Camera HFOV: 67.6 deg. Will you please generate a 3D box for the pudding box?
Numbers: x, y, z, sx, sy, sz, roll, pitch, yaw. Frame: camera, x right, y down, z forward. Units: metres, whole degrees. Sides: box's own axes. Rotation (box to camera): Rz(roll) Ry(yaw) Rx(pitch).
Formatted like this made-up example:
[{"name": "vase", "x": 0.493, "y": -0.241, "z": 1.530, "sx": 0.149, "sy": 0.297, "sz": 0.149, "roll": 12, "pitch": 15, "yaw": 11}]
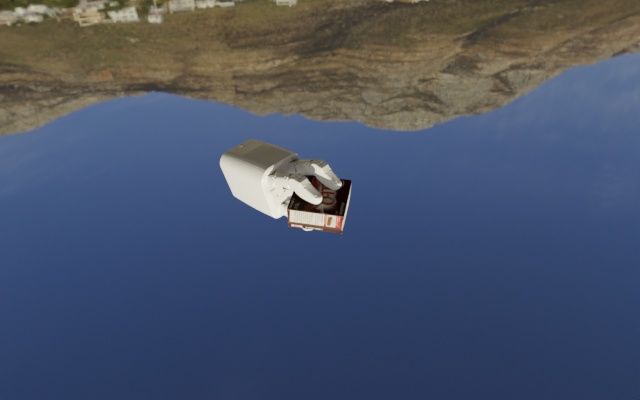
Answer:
[{"name": "pudding box", "x": 0.000, "y": 0.003, "z": 0.773, "sx": 0.090, "sy": 0.039, "sz": 0.113, "roll": 6, "pitch": 36, "yaw": 6}]
